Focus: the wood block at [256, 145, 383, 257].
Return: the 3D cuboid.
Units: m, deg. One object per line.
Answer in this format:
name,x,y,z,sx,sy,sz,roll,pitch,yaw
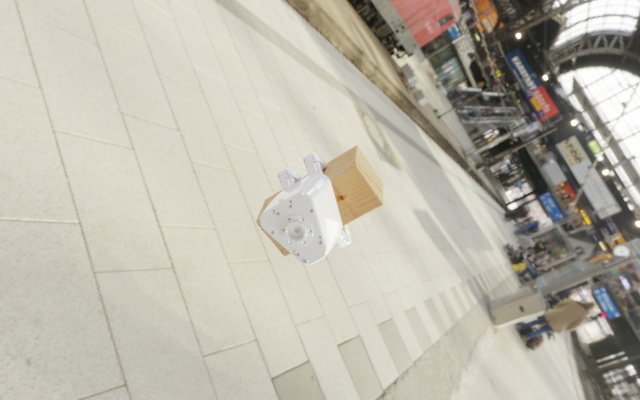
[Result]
wood block,0.000,0.003,0.847,0.206,0.091,0.090,-29,21,20
